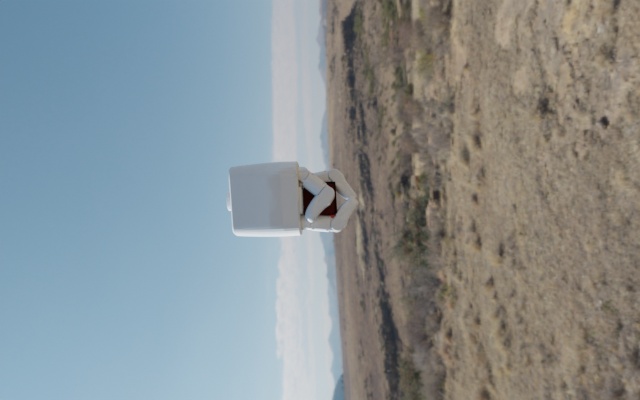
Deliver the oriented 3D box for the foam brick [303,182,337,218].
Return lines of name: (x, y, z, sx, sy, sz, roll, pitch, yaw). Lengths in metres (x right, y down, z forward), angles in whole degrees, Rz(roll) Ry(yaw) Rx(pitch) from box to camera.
foam brick: (0.000, 0.003, 0.774, 0.051, 0.053, 0.078, -3, -11, 1)
